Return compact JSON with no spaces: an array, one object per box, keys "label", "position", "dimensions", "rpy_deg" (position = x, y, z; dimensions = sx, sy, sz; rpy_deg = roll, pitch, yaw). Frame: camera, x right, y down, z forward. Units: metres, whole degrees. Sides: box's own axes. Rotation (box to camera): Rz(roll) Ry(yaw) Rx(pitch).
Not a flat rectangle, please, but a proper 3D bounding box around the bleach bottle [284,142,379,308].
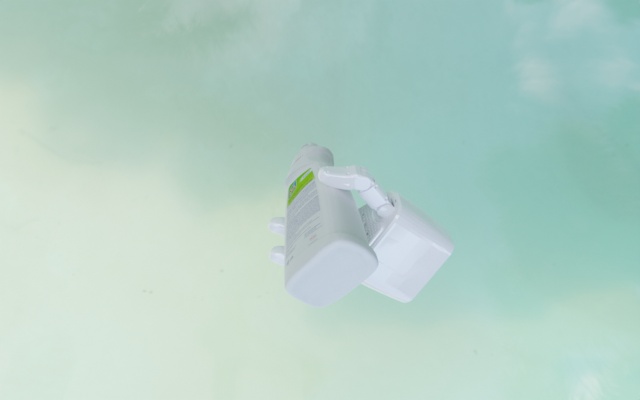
[{"label":"bleach bottle","position":[0.000,0.002,0.581],"dimensions":[0.068,0.250,0.102],"rpy_deg":[34,-61,-28]}]
